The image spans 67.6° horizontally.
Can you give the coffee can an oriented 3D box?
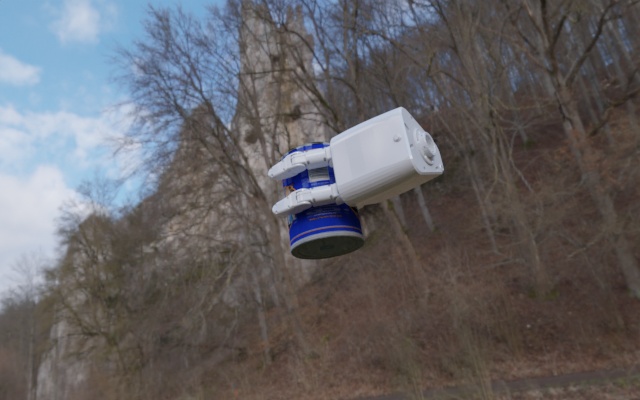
[{"bbox_3d":[0.000,0.002,0.681,0.103,0.140,0.103,-8,-22,-3],"label":"coffee can"}]
